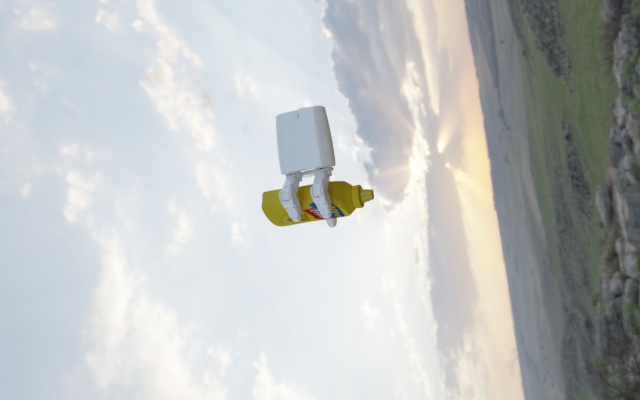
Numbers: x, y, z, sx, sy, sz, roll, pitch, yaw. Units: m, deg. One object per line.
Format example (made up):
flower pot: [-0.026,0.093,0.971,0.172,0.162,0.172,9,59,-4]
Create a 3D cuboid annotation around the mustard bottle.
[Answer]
mustard bottle: [0.000,0.003,0.838,0.191,0.058,0.096,-9,-28,20]
